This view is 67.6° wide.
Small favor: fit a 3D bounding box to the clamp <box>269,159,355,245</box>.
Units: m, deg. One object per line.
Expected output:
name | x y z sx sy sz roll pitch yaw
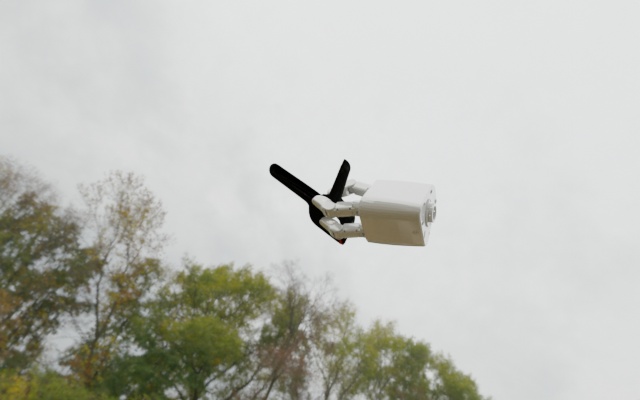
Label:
clamp | 0.001 0.003 0.900 0.164 0.210 0.036 6 47 27
